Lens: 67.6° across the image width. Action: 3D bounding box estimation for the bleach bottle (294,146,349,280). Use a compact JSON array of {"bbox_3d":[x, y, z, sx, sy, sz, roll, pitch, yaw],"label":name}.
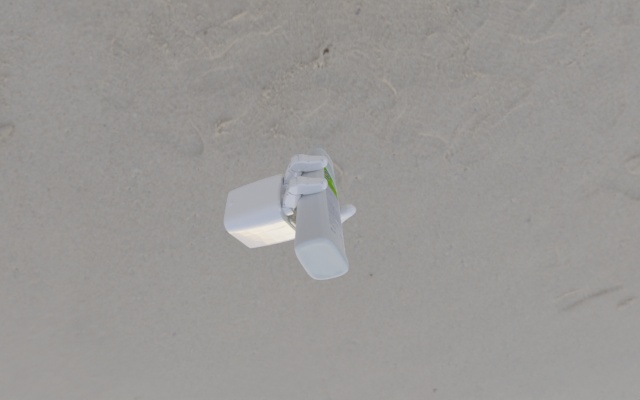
[{"bbox_3d":[0.000,0.003,0.808,0.068,0.250,0.103,-16,-47,14],"label":"bleach bottle"}]
